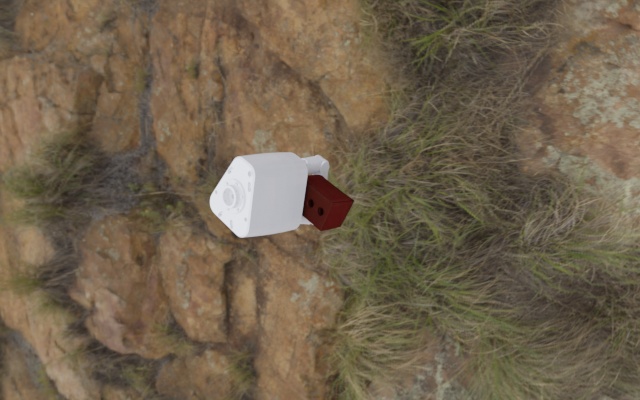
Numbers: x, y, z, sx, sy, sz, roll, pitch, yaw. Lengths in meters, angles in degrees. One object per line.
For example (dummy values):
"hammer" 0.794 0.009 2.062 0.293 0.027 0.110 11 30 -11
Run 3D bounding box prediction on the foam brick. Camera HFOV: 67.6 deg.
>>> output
"foam brick" 0.000 0.002 0.733 0.078 0.053 0.051 38 28 30
